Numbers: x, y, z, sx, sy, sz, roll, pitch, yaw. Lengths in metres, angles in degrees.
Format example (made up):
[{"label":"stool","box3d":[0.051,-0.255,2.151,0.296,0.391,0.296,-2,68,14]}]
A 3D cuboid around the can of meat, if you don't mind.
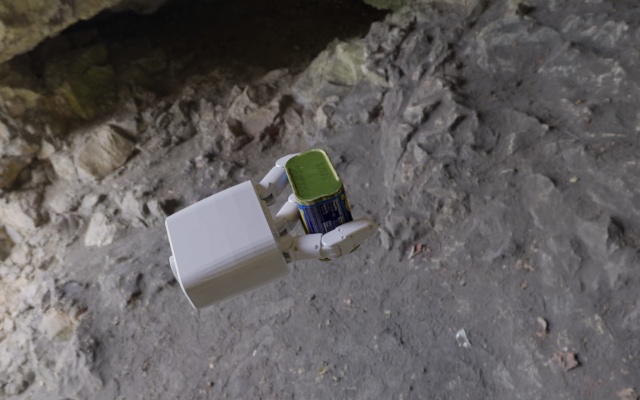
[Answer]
[{"label":"can of meat","box3d":[0.000,0.002,0.534,0.057,0.084,0.102,-21,37,-3]}]
